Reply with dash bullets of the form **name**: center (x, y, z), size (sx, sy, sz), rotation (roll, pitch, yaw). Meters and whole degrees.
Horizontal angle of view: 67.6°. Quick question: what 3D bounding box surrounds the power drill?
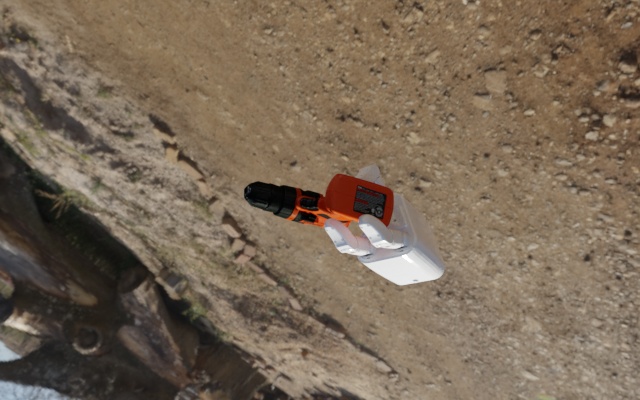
- **power drill**: center (0.001, 0.002, 0.693), size (0.184, 0.057, 0.187), rotation (14, -9, -28)
